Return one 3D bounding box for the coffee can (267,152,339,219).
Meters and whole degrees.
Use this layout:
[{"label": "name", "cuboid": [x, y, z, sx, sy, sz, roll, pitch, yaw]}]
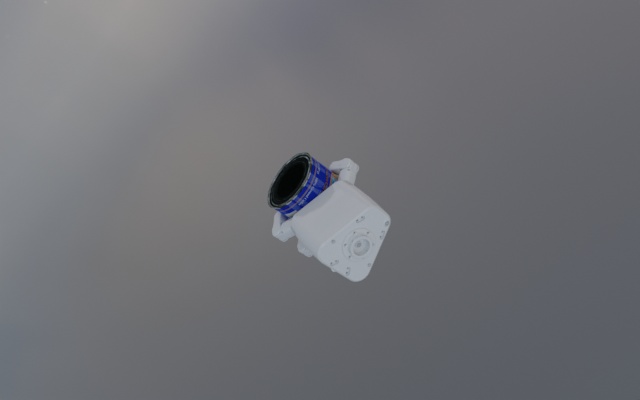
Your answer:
[{"label": "coffee can", "cuboid": [0.000, 0.002, 0.774, 0.140, 0.102, 0.103, 35, -19, -30]}]
